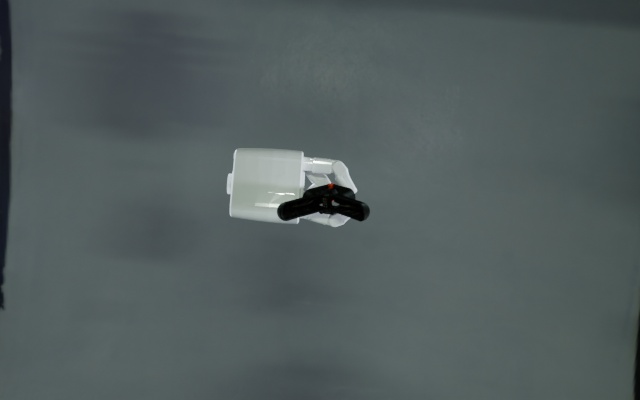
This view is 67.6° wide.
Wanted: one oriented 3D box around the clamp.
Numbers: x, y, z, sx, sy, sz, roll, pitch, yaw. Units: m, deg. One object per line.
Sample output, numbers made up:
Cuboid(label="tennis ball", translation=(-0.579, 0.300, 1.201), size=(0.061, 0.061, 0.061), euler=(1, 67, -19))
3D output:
Cuboid(label="clamp", translation=(0.000, 0.002, 0.686), size=(0.120, 0.039, 0.171), euler=(4, 8, -4))
